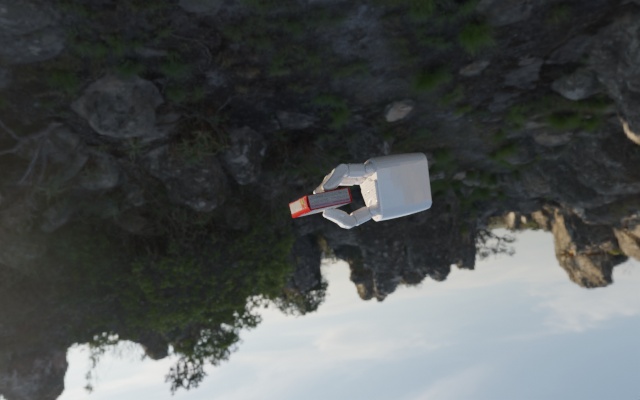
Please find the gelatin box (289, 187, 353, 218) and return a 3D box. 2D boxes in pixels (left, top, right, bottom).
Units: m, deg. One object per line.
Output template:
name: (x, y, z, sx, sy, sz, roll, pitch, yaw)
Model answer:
gelatin box: (0.000, 0.003, 0.840, 0.089, 0.030, 0.073, -12, -5, -29)
